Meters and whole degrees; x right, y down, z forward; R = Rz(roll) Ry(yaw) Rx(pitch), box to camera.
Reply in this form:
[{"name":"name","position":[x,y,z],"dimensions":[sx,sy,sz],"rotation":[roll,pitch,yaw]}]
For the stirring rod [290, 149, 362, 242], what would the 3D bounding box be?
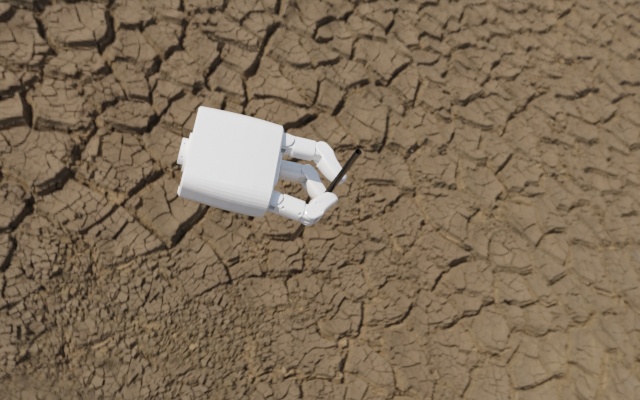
[{"name":"stirring rod","position":[0.000,0.002,0.644],"dimensions":[0.011,0.011,0.240],"rotation":[0,-29,-24]}]
